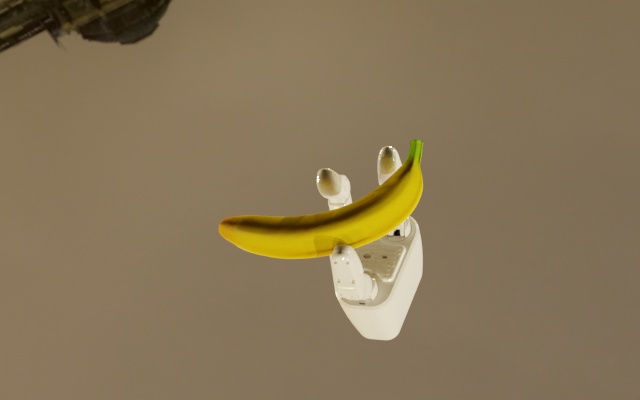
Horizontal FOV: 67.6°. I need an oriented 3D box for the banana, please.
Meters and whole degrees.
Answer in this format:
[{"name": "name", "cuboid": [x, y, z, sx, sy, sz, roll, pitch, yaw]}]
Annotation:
[{"name": "banana", "cuboid": [0.008, 0.015, 0.417, 0.198, 0.069, 0.037, -22, -33, 3]}]
